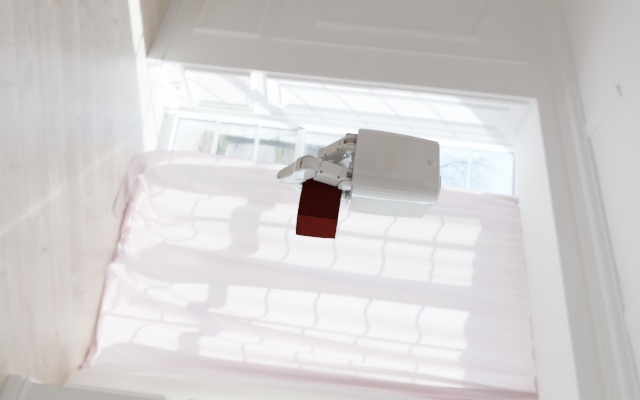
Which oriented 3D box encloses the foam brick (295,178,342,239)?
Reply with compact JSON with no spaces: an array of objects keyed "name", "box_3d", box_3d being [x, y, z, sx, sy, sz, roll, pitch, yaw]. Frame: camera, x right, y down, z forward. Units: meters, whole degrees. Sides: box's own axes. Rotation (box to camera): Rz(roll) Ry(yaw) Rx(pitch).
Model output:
[{"name":"foam brick","box_3d":[0.000,0.002,0.601,0.051,0.078,0.053,9,-32,1]}]
